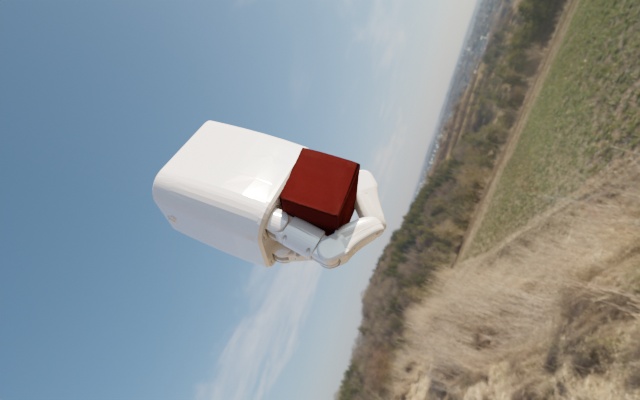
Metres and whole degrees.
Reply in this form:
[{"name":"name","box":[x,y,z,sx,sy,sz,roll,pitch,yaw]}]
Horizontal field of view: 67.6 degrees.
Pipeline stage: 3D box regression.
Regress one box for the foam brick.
[{"name":"foam brick","box":[0.000,0.001,0.410,0.051,0.053,0.078,19,-26,10]}]
